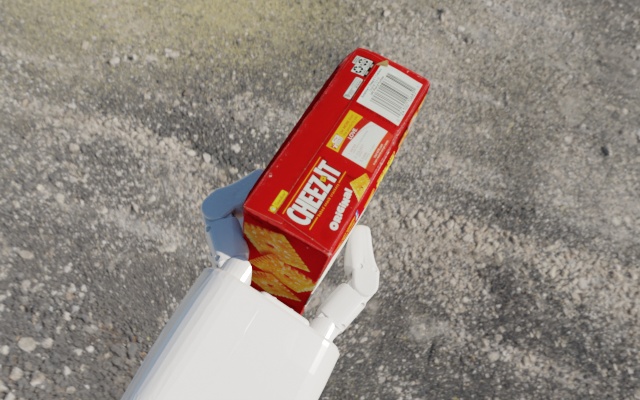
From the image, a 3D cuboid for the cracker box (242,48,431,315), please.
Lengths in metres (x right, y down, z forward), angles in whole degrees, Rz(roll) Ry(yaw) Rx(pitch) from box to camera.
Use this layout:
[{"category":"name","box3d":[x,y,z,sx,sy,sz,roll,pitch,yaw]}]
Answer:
[{"category":"cracker box","box3d":[0.000,0.001,0.413,0.072,0.164,0.214,30,-26,4]}]
